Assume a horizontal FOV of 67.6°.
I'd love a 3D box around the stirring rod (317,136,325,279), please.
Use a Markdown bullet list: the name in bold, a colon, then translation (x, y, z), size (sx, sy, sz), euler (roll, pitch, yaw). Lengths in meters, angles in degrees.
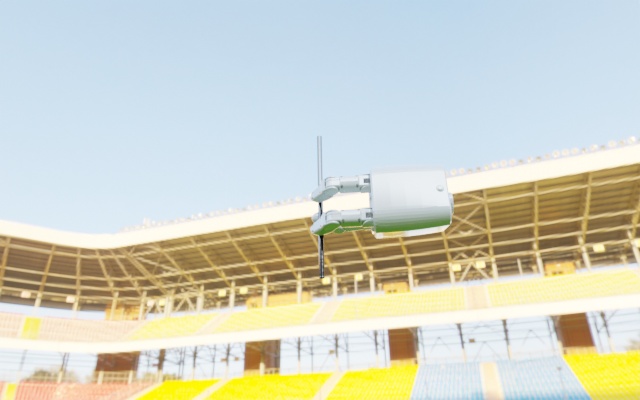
- **stirring rod**: translation (0.000, 0.002, 0.727), size (0.011, 0.239, 0.011), euler (-1, -27, 0)
